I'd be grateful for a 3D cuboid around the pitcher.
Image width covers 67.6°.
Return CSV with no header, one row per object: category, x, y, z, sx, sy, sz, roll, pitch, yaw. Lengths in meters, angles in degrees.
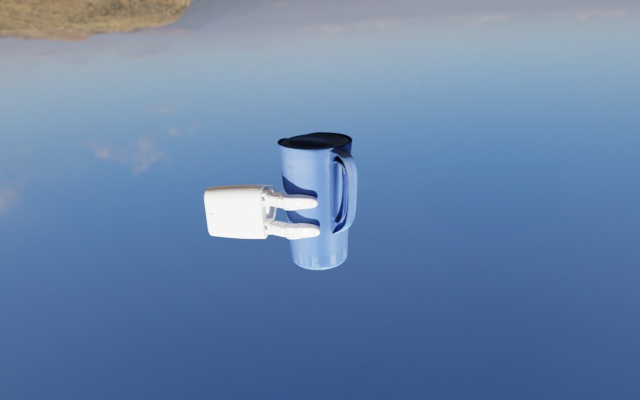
pitcher,0.000,0.003,0.876,0.145,0.243,0.149,0,20,8
